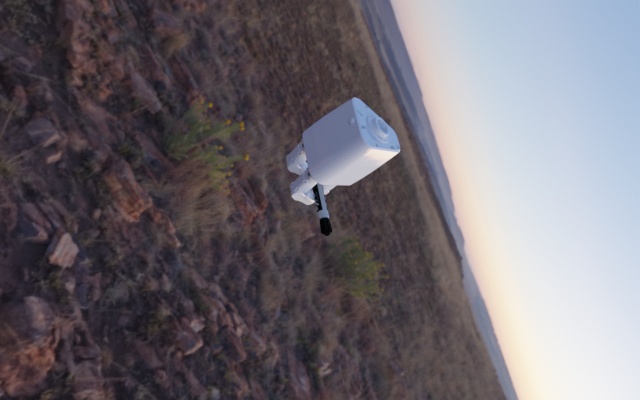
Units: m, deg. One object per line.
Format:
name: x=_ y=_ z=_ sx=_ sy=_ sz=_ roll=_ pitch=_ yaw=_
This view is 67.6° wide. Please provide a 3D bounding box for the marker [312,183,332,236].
marker: x=0.000 y=0.003 z=0.789 sx=0.020 sy=0.121 sz=0.020 roll=-9 pitch=-28 yaw=-5
